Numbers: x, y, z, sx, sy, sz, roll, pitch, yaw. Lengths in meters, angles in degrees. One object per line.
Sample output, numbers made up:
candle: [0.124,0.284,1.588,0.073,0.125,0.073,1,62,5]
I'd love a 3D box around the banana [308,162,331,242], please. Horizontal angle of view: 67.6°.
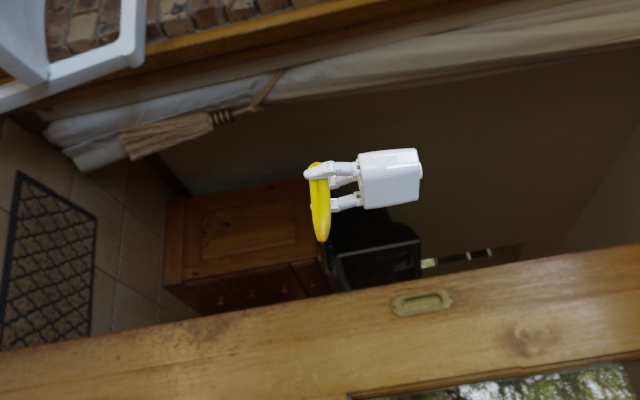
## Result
banana: [-0.001,-0.013,0.886,0.037,0.070,0.197,-5,41,-2]
